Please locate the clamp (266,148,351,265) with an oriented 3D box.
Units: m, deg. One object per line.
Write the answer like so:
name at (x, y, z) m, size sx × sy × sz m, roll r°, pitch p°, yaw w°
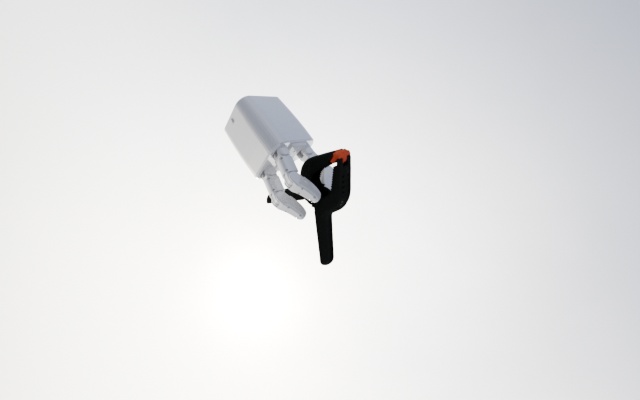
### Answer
clamp at (0.001, 0.002, 0.767) m, size 0.036 × 0.164 × 0.210 m, roll -29°, pitch -15°, yaw -42°
